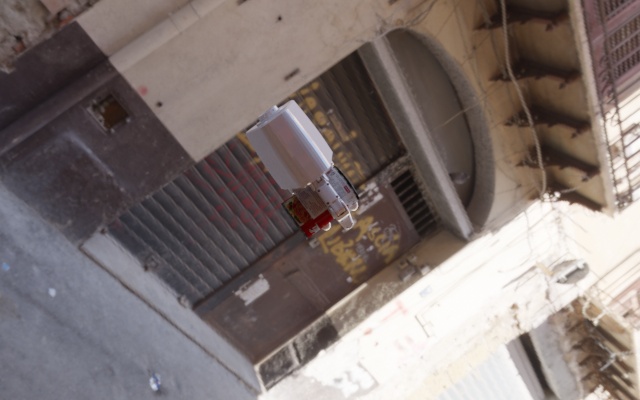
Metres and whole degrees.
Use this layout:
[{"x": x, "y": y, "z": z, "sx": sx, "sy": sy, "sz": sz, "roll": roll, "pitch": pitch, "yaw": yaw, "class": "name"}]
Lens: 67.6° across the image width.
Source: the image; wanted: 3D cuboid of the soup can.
[{"x": 0.001, "y": 0.003, "z": 0.731, "sx": 0.102, "sy": 0.068, "sz": 0.068, "roll": -36, "pitch": 2, "yaw": -2, "class": "soup can"}]
